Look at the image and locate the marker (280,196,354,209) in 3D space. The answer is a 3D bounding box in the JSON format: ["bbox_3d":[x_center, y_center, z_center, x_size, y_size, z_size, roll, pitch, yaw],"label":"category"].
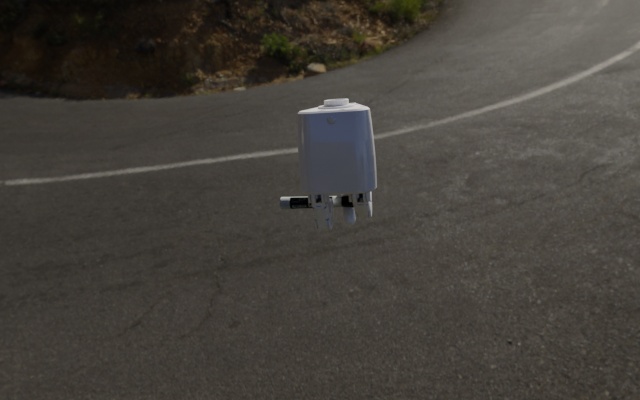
[{"bbox_3d":[0.000,0.002,0.710,0.121,0.020,0.020,-2,0,10],"label":"marker"}]
